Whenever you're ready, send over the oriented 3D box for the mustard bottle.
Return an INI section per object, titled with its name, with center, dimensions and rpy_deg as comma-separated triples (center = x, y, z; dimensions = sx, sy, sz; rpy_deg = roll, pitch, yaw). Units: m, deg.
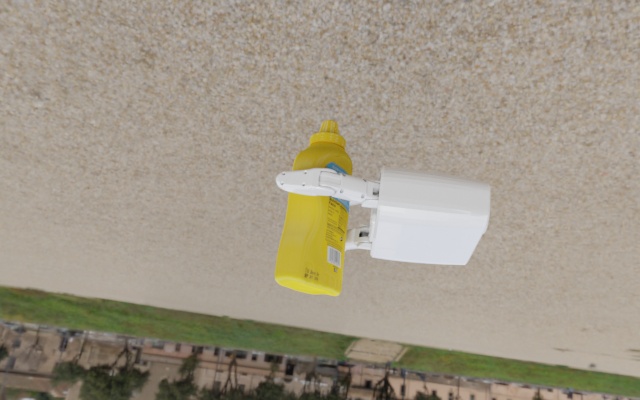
[mustard bottle]
center = 0.000, 0.002, 0.519
dimensions = 0.058, 0.191, 0.096
rpy_deg = -2, -19, 28
